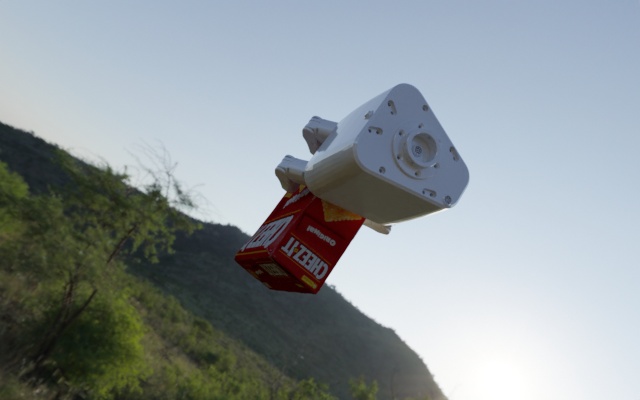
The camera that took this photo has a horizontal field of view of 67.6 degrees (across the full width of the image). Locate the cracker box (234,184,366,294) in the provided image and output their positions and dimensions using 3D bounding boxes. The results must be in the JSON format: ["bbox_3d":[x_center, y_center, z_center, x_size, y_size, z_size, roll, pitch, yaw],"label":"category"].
[{"bbox_3d":[0.000,0.002,0.565,0.072,0.213,0.164,41,-21,-12],"label":"cracker box"}]
